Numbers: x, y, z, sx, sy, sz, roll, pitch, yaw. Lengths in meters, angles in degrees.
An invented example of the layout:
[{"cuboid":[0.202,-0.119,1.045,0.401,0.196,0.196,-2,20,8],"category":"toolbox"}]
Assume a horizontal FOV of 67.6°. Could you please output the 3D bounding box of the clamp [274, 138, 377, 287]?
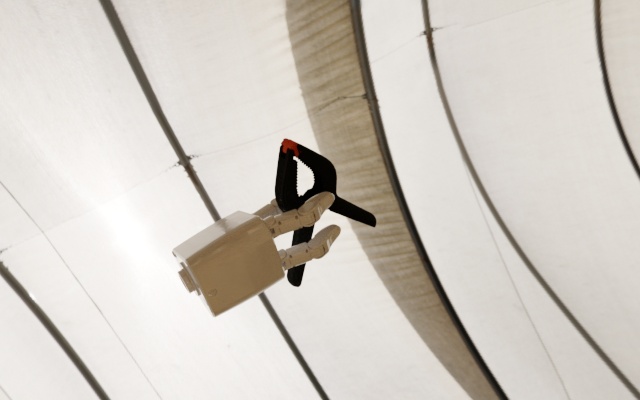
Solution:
[{"cuboid":[-0.001,0.002,0.662,0.164,0.210,0.036,-31,35,-24],"category":"clamp"}]
